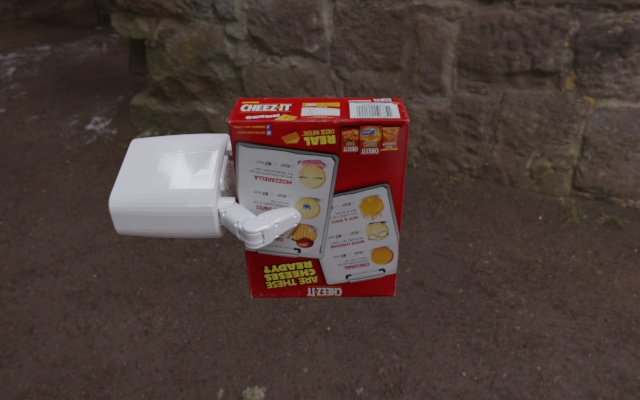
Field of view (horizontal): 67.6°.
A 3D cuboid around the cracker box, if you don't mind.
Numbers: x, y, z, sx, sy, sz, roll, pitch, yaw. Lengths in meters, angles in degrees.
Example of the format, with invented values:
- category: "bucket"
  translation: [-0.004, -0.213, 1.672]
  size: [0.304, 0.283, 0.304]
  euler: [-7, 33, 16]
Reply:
- category: "cracker box"
  translation: [0.000, 0.002, 0.501]
  size: [0.164, 0.214, 0.072]
  euler: [-1, 33, 2]
